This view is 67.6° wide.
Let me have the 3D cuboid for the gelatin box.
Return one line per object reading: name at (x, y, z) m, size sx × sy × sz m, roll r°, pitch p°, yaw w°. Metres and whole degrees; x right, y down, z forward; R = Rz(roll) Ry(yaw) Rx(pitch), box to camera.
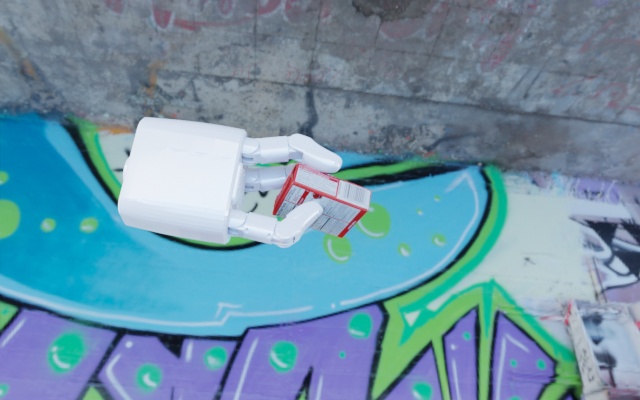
gelatin box at (0.000, 0.002, 0.520) m, size 0.089 × 0.030 × 0.073 m, roll 20°, pitch -34°, yaw -11°
